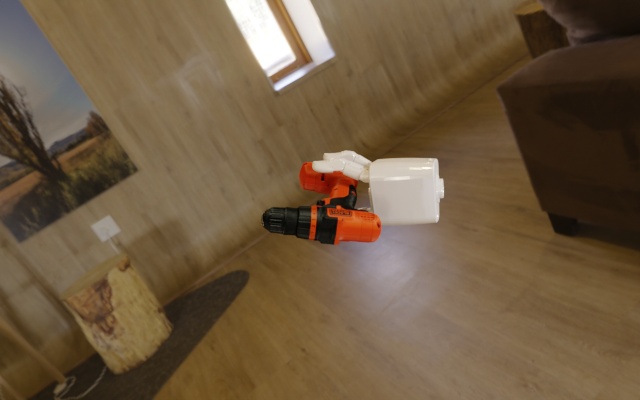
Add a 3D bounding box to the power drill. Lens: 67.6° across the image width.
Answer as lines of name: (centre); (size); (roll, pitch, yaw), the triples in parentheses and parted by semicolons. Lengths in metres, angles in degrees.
power drill: (0.000, 0.002, 0.793); (0.184, 0.057, 0.187); (7, 32, -5)
